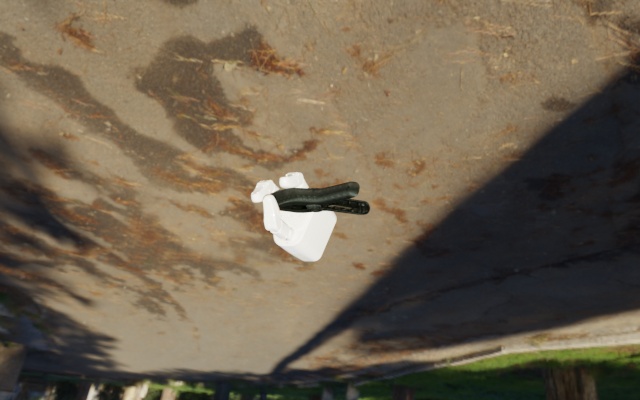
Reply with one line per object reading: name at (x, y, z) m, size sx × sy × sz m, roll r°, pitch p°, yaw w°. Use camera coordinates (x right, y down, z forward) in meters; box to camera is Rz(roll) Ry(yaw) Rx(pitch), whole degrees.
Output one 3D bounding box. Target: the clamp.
clamp at (0.000, 0.003, 0.799) m, size 0.171 × 0.039 × 0.120 m, roll -2°, pitch -24°, yaw 23°
